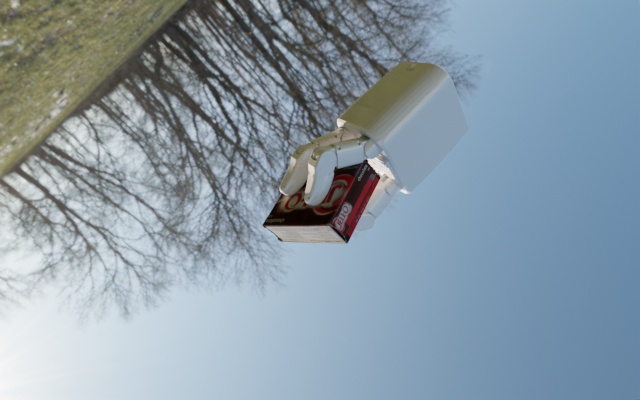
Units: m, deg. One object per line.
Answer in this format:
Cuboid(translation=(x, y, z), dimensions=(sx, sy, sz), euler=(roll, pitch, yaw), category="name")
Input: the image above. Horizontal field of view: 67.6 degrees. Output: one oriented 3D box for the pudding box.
Cuboid(translation=(0.000, 0.002, 0.525), dimensions=(0.113, 0.090, 0.039), euler=(-7, -45, 48), category="pudding box")
